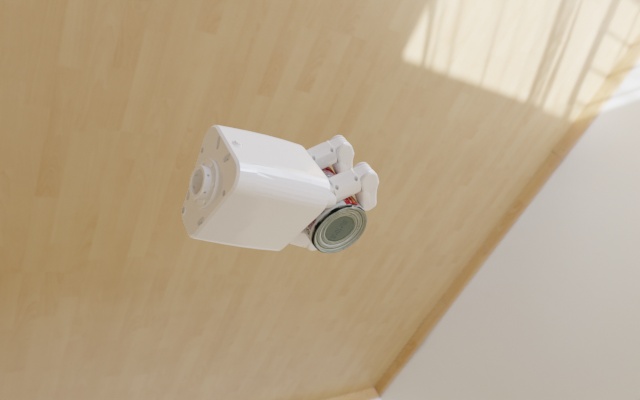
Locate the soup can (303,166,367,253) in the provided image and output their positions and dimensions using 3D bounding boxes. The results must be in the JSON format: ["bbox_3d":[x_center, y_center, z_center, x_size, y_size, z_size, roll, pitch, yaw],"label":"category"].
[{"bbox_3d":[0.001,0.002,0.542,0.068,0.068,0.102,0,37,-33],"label":"soup can"}]
